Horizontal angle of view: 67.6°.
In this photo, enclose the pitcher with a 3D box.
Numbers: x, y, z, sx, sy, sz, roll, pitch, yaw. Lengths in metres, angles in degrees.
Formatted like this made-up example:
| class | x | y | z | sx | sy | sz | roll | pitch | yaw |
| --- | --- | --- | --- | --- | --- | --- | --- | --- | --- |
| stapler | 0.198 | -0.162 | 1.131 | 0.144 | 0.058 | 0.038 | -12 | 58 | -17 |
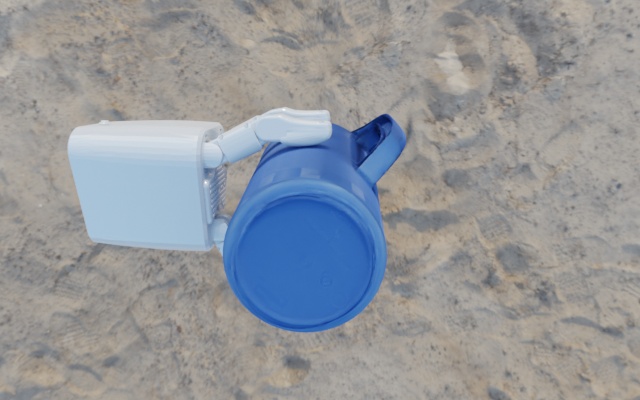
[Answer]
| class | x | y | z | sx | sy | sz | roll | pitch | yaw |
| --- | --- | --- | --- | --- | --- | --- | --- | --- | --- |
| pitcher | 0.000 | 0.001 | 0.416 | 0.145 | 0.149 | 0.242 | 4 | 15 | 0 |
